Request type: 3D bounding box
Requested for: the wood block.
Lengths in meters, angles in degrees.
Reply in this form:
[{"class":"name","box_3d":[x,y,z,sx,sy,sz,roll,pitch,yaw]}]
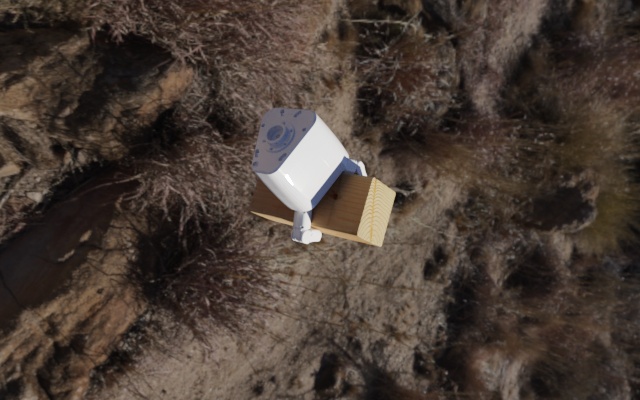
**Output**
[{"class":"wood block","box_3d":[0.000,0.003,0.764,0.206,0.091,0.090,11,-9,33]}]
